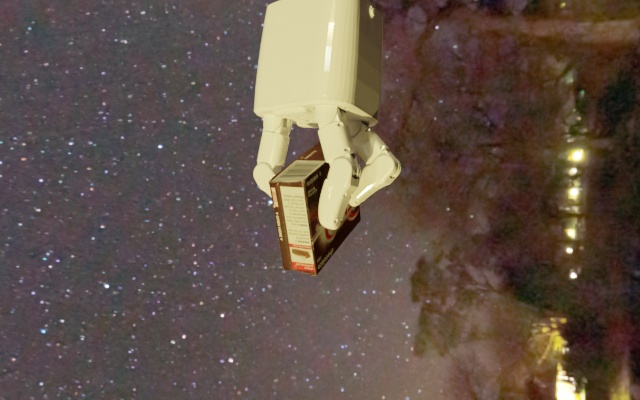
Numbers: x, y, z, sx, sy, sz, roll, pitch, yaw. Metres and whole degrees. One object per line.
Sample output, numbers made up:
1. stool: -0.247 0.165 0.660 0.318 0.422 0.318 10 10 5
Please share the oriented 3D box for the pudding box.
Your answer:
1. pudding box: 0.000 0.001 0.444 0.039 0.090 0.113 5 27 28
